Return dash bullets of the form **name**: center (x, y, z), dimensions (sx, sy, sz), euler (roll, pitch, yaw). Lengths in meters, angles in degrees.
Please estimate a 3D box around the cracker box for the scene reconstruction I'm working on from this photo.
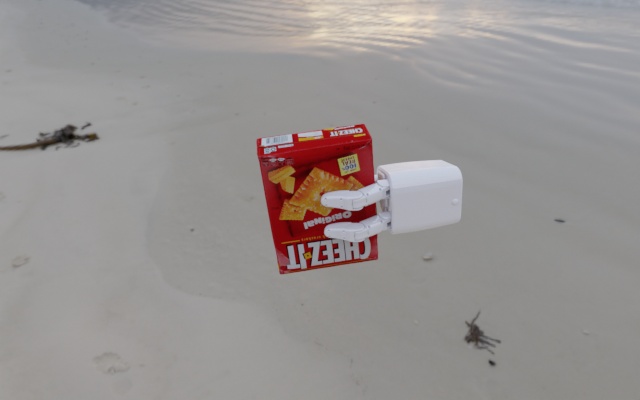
- **cracker box**: center (0.000, 0.002, 0.731), dimensions (0.164, 0.214, 0.072), euler (-8, 30, -2)
